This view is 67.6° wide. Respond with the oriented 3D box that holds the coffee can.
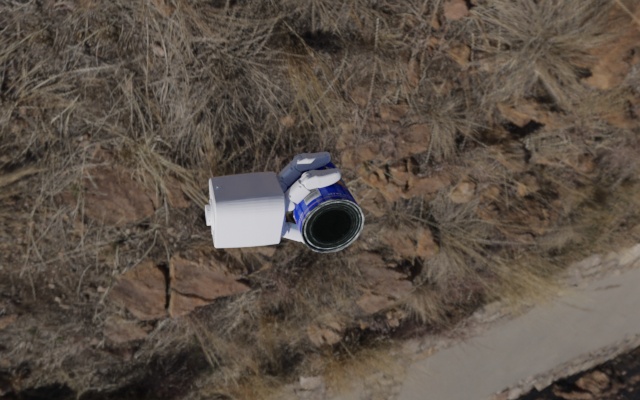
[{"bbox_3d":[0.000,0.003,0.786,0.103,0.103,0.140,0,33,-20],"label":"coffee can"}]
